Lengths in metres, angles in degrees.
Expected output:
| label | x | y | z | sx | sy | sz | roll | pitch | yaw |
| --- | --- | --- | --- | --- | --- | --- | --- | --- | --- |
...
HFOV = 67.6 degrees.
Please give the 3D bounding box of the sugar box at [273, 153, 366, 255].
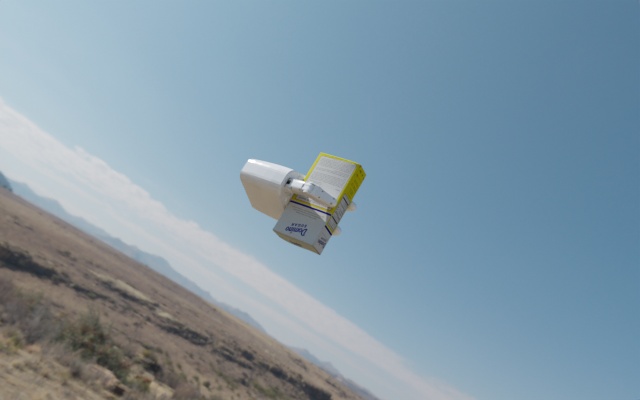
| label | x | y | z | sx | sy | sz | roll | pitch | yaw |
| --- | --- | --- | --- | --- | --- | --- | --- | --- | --- |
| sugar box | 0.000 | 0.003 | 0.856 | 0.093 | 0.176 | 0.048 | 20 | -20 | 32 |
